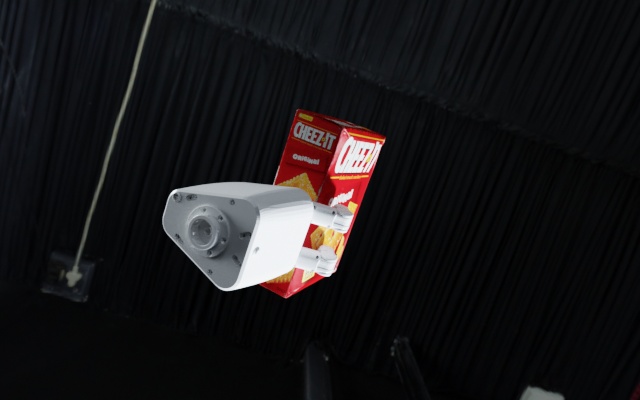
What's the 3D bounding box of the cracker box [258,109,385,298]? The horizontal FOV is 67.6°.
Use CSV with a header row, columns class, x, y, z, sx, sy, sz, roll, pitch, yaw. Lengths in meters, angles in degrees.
class,x,y,z,sx,sy,sz,roll,pitch,yaw
cracker box,0.000,0.002,0.621,0.072,0.214,0.164,24,13,20
